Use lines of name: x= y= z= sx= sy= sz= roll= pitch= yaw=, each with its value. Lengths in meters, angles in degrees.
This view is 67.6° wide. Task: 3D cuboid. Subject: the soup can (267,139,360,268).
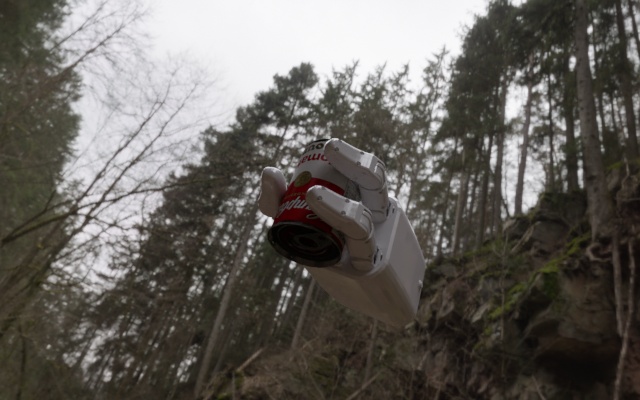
soup can: x=0.000 y=0.001 z=0.444 sx=0.068 sy=0.102 sz=0.069 roll=14 pitch=-35 yaw=10
